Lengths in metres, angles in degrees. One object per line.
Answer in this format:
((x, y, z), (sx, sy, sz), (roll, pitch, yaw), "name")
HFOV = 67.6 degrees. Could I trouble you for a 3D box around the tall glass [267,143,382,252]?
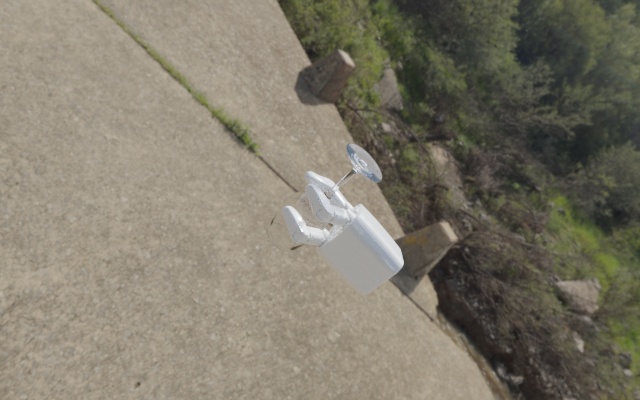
((0.000, 0.002, 0.753), (0.201, 0.079, 0.079), (-42, -22, 28), "tall glass")
